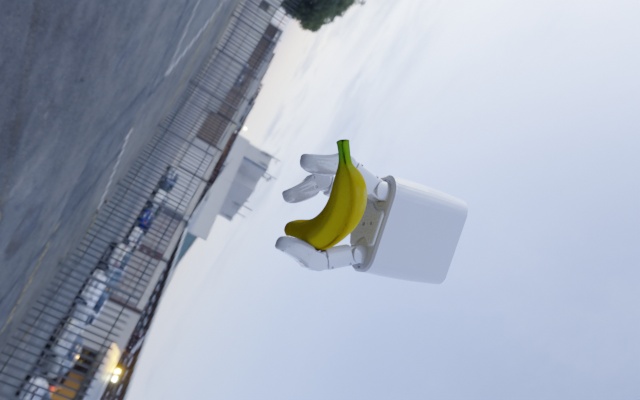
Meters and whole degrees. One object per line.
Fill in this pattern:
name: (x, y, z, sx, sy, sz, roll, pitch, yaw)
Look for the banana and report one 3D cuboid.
banana: (0.005, 0.017, 0.509, 0.037, 0.069, 0.198, -2, -27, -24)
